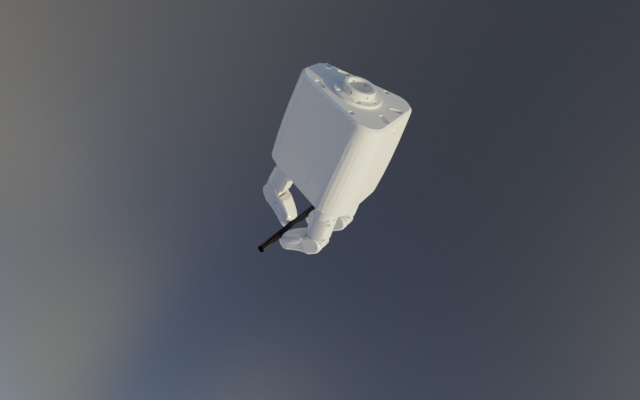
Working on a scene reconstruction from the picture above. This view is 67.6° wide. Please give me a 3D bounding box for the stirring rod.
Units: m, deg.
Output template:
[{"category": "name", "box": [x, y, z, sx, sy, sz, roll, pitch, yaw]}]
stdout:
[{"category": "stirring rod", "box": [0.000, 0.002, 0.602, 0.011, 0.011, 0.239, 0, 25, 36]}]
